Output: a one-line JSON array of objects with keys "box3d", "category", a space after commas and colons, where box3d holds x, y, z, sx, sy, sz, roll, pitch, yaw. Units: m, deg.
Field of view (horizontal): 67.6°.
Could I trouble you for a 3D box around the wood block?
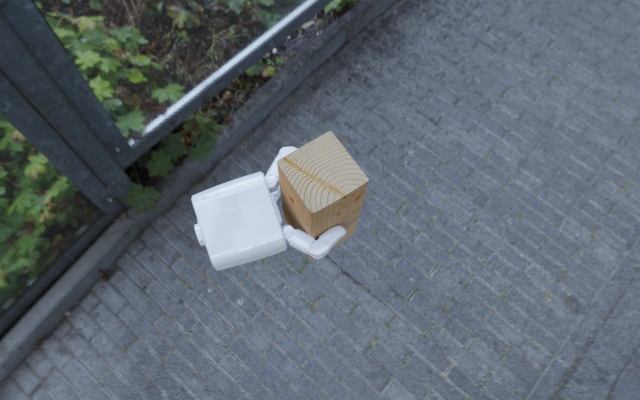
[{"box3d": [0.000, 0.003, 0.708, 0.090, 0.090, 0.206, -31, -19, -13], "category": "wood block"}]
